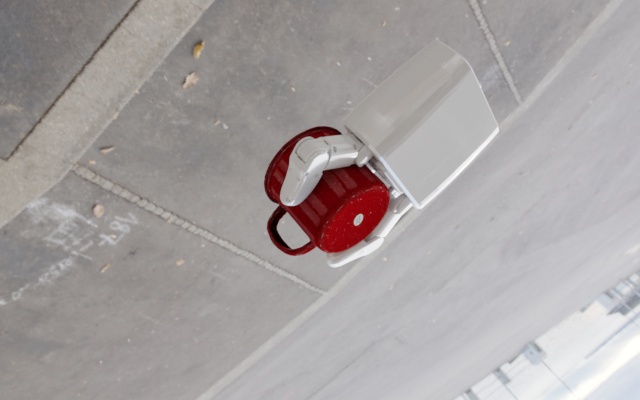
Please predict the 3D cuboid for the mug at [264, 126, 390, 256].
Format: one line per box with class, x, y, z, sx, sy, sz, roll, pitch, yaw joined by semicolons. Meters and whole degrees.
mug;-0.001;0.003;0.436;0.081;0.117;0.093;48;4;31
